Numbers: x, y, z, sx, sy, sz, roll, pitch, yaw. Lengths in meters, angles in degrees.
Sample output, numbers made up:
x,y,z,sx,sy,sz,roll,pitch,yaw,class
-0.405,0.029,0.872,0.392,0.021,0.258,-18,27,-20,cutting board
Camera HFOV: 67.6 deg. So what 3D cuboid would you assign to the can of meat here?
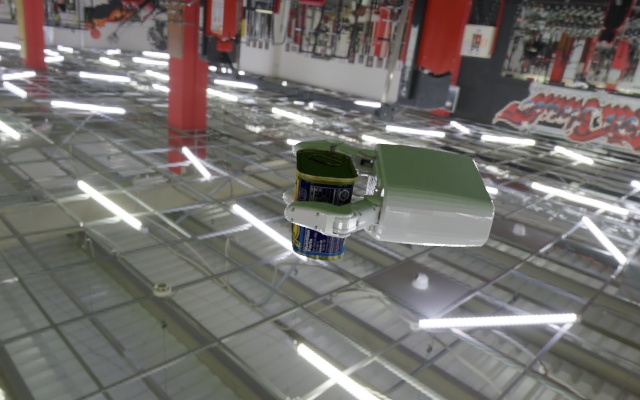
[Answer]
x,y,z,sx,sy,sz,roll,pitch,yaw,class
0.000,0.002,0.480,0.057,0.084,0.102,5,19,-5,can of meat
